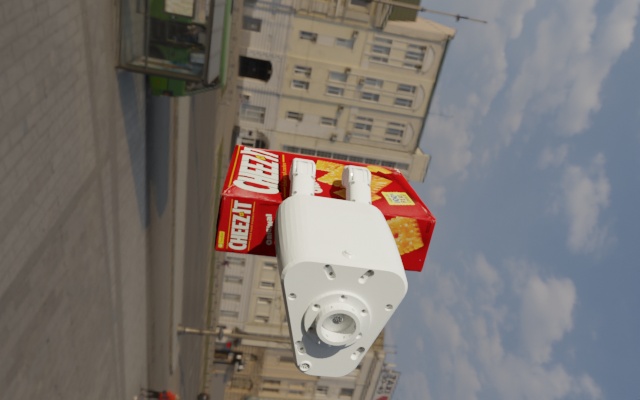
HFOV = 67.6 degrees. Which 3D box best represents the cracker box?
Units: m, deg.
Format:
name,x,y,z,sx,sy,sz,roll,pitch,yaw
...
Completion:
name,x,y,z,sx,sy,sz,roll,pitch,yaw
cracker box,0.000,0.002,0.539,0.214,0.072,0.164,8,22,-8
